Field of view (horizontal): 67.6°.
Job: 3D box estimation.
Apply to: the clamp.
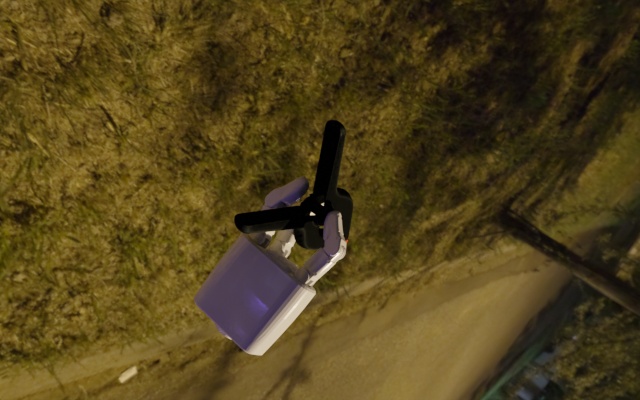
[{"bbox_3d":[0.001,0.003,0.603,0.036,0.164,0.210,41,0,32],"label":"clamp"}]
